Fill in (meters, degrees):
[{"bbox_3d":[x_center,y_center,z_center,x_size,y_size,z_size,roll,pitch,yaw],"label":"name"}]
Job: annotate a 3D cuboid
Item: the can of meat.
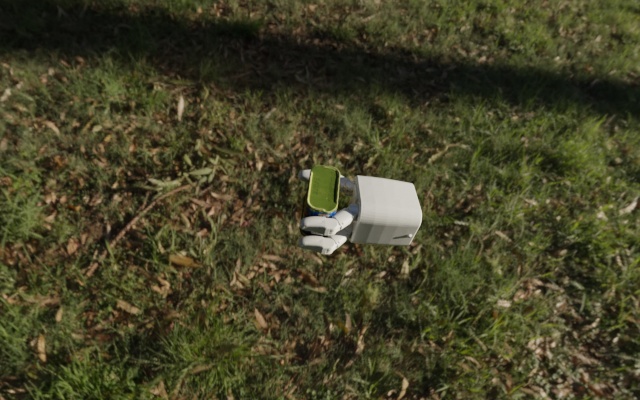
[{"bbox_3d":[0.000,0.002,0.811,0.057,0.102,0.084,9,-37,-4],"label":"can of meat"}]
